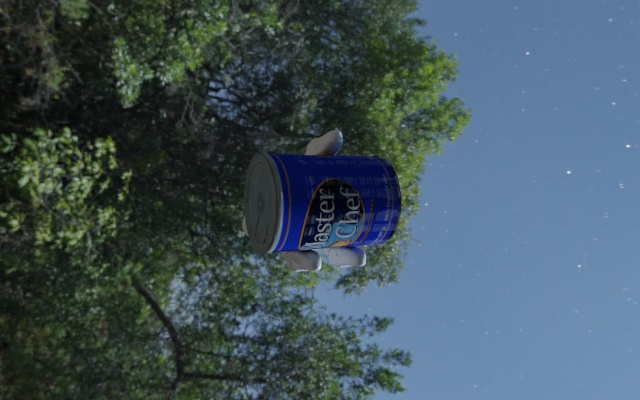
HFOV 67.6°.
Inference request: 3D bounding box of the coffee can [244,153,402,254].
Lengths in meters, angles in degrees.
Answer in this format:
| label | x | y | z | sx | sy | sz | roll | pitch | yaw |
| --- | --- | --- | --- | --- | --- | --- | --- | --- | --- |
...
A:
| label | x | y | z | sx | sy | sz | roll | pitch | yaw |
| --- | --- | --- | --- | --- | --- | --- | --- | --- | --- |
| coffee can | 0.000 | 0.002 | 0.513 | 0.140 | 0.103 | 0.103 | -1 | 1 | -26 |
